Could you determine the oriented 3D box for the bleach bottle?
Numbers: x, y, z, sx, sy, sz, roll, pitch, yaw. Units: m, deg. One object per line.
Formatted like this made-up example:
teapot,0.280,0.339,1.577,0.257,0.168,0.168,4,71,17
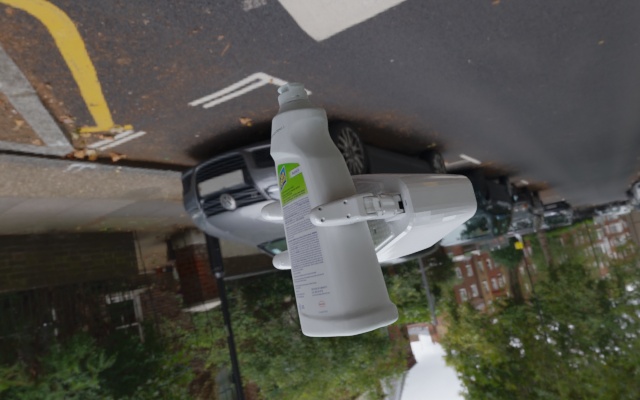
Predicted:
bleach bottle,0.000,0.002,0.473,0.068,0.251,0.102,-6,-10,-35
